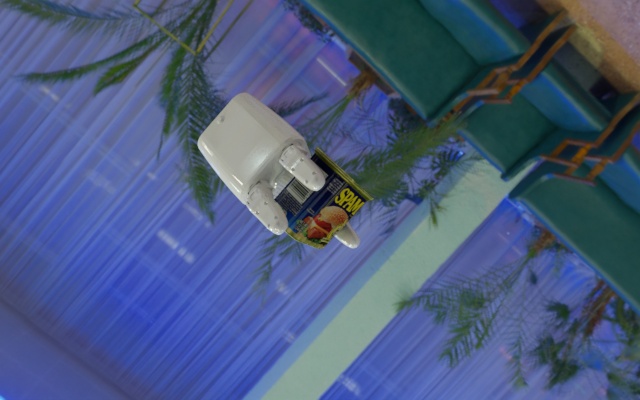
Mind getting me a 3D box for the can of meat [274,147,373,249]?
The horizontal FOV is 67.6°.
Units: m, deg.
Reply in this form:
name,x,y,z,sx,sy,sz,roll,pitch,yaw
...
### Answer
name,x,y,z,sx,sy,sz,roll,pitch,yaw
can of meat,0.000,0.002,0.513,0.057,0.084,0.102,44,5,25
